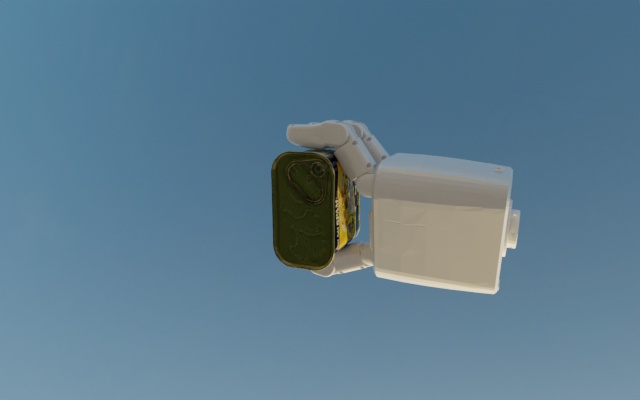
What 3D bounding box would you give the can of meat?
[{"bbox_3d":[0.000,0.001,0.438,0.057,0.102,0.084,4,13,22],"label":"can of meat"}]
